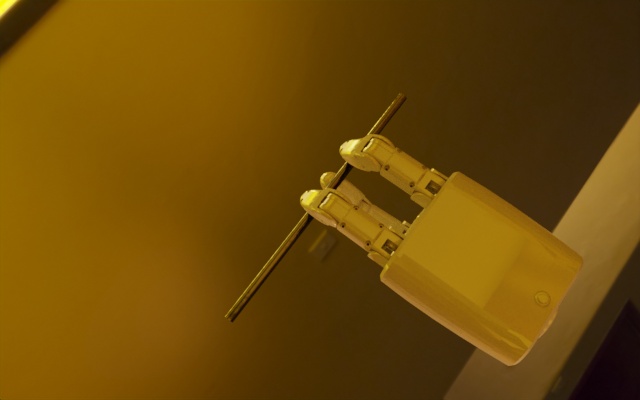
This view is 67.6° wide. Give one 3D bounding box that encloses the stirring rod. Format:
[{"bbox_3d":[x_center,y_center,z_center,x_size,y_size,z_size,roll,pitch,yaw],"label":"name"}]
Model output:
[{"bbox_3d":[0.000,0.001,0.401,0.011,0.239,0.011,37,-10,8],"label":"stirring rod"}]
